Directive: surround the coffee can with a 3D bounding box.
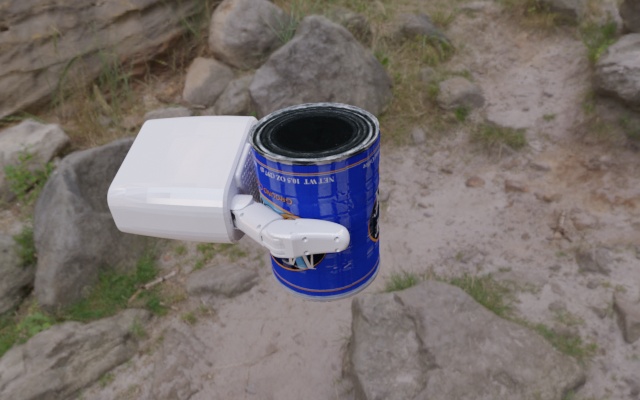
[{"bbox_3d":[0.000,0.002,0.411,0.103,0.140,0.102,-3,35,2],"label":"coffee can"}]
